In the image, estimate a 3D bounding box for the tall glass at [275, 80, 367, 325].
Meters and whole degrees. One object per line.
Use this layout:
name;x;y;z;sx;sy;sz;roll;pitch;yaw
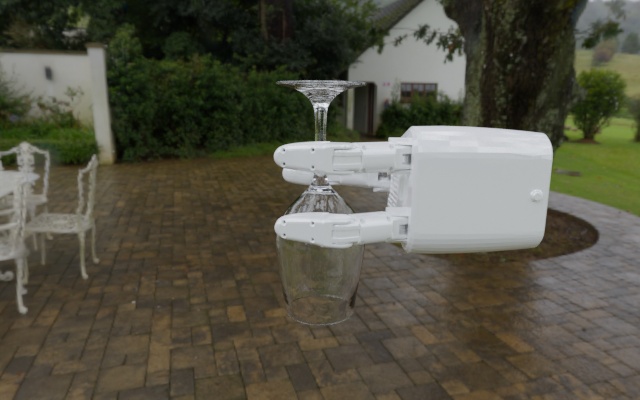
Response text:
tall glass;0.000;0.001;0.410;0.079;0.201;0.079;1;12;0
